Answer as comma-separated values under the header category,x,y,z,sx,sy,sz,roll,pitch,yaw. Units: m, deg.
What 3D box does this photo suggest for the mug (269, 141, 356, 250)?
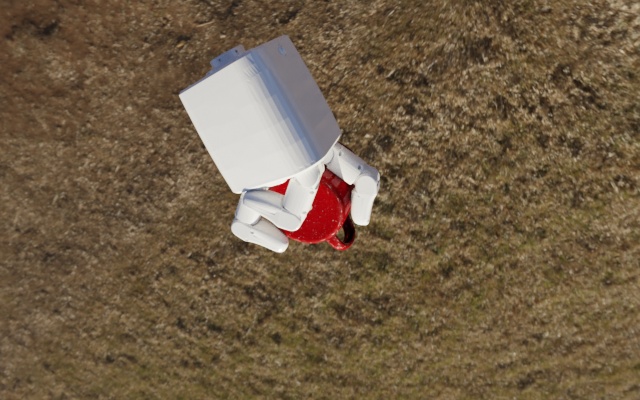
category,x,y,z,sx,sy,sz,roll,pitch,yaw
mug,0.001,0.003,0.504,0.093,0.117,0.081,-23,18,26
